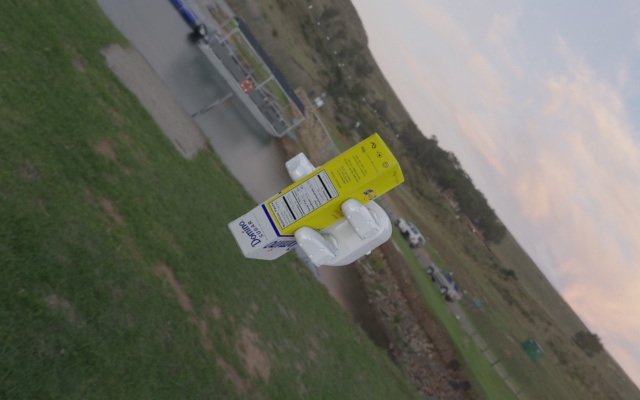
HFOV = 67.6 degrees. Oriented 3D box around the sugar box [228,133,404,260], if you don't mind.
[{"bbox_3d":[0.000,0.002,0.503,0.176,0.048,0.093,-34,-15,7],"label":"sugar box"}]
